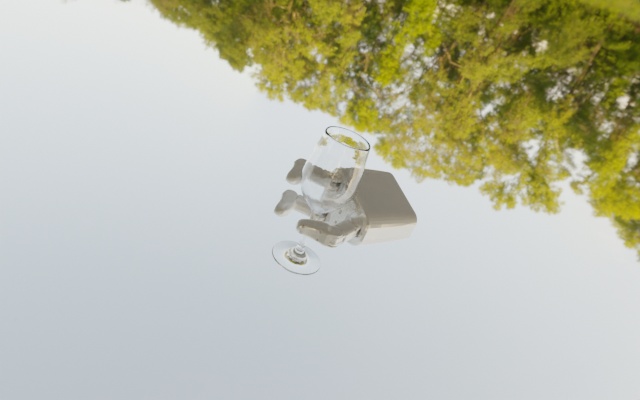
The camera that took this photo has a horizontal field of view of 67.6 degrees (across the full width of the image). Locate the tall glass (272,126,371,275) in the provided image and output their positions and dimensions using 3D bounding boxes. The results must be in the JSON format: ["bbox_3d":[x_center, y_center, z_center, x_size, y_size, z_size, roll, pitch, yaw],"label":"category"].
[{"bbox_3d":[0.000,0.003,0.646,0.079,0.201,0.079,18,28,-10],"label":"tall glass"}]
